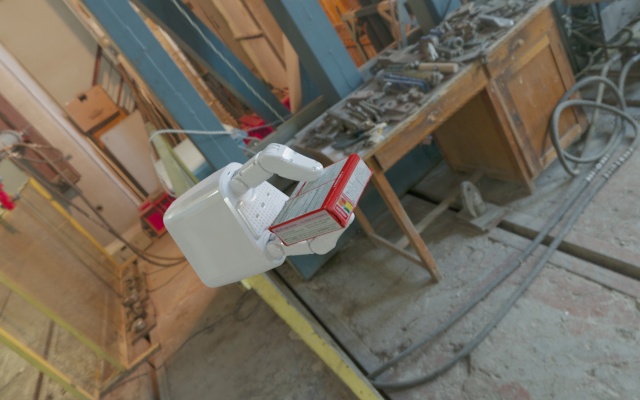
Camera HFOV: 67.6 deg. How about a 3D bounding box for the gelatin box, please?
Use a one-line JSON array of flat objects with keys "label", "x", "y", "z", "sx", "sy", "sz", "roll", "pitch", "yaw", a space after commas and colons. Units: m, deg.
[{"label": "gelatin box", "x": 0.000, "y": 0.001, "z": 0.452, "sx": 0.030, "sy": 0.073, "sz": 0.089, "roll": 45, "pitch": -40, "yaw": -19}]
